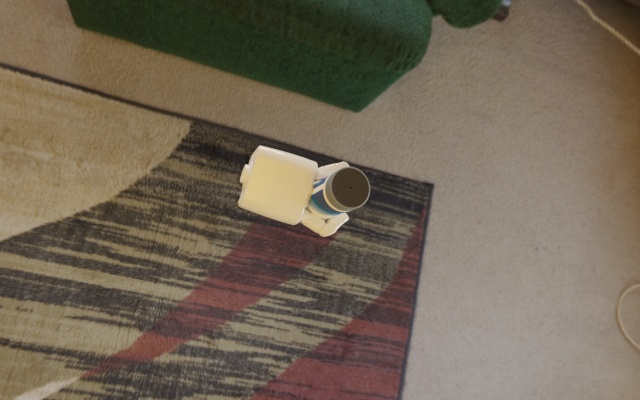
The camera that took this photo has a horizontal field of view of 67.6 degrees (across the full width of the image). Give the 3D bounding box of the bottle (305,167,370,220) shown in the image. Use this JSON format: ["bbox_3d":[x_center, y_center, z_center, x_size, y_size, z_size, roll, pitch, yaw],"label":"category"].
[{"bbox_3d":[0.000,0.003,0.870,0.069,0.069,0.296,0,-9,-18],"label":"bottle"}]
